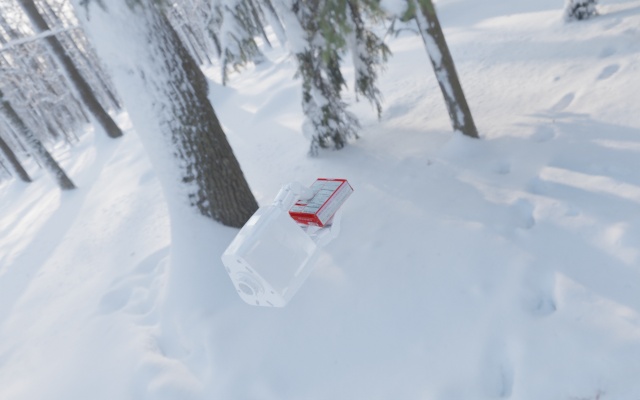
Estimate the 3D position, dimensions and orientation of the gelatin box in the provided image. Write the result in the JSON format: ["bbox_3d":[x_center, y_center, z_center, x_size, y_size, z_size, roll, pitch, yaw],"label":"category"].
[{"bbox_3d":[0.000,0.002,0.781,0.073,0.030,0.089,5,47,51],"label":"gelatin box"}]
